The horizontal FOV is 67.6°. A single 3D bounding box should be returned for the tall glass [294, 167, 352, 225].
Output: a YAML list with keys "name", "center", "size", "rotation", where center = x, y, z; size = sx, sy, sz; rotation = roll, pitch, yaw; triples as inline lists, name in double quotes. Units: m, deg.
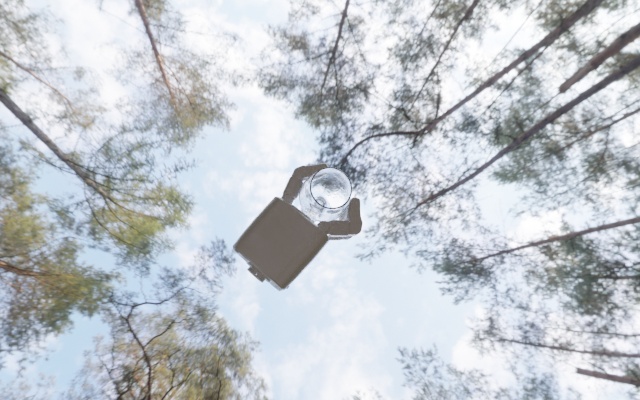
- name: "tall glass"
  center: [0.000, 0.003, 0.775]
  size: [0.079, 0.079, 0.201]
  rotation: [0, -12, -9]
